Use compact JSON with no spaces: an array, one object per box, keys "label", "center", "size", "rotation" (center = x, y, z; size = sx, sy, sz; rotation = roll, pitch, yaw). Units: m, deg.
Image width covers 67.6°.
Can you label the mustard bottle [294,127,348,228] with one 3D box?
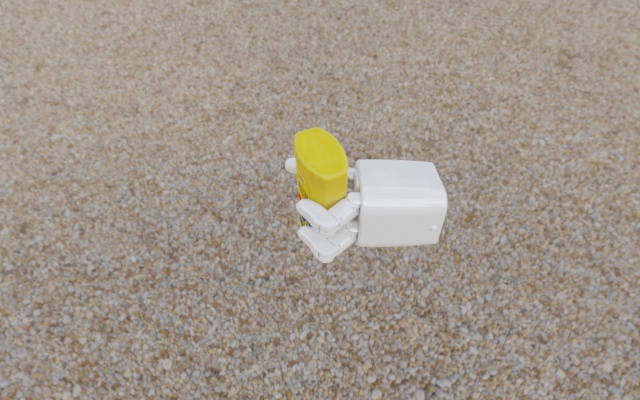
[{"label":"mustard bottle","center":[0.000,0.002,0.646],"size":[0.058,0.096,0.192],"rotation":[-19,-39,-16]}]
